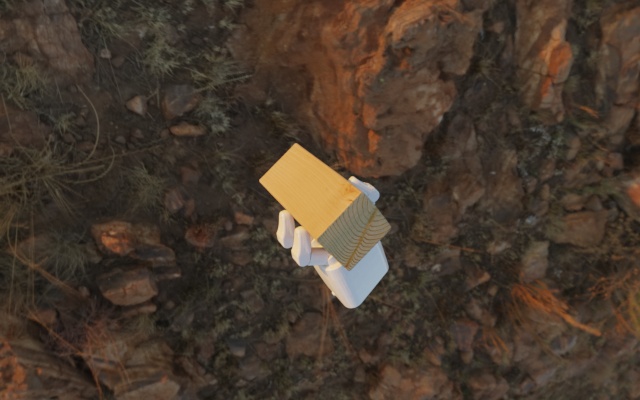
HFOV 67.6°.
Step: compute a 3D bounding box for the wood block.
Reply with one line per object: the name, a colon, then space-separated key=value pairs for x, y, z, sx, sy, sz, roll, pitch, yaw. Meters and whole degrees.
wood block: x=0.001 y=0.002 z=0.728 sx=0.090 sy=0.091 sz=0.206 roll=47 pitch=-4 yaw=-38
